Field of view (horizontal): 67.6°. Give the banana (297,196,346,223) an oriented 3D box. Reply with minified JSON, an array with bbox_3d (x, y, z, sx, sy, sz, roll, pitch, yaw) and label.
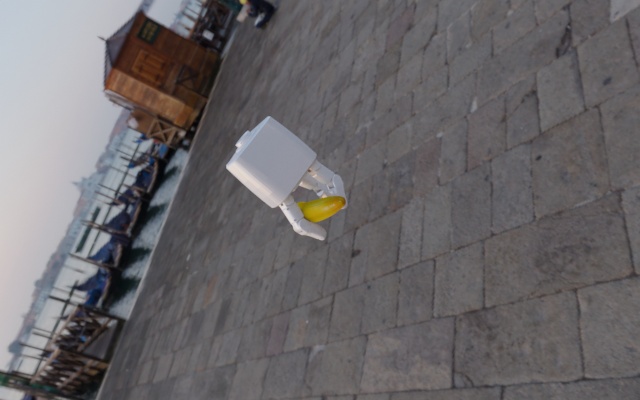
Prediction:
[{"bbox_3d":[-0.015,0.014,0.842,0.069,0.037,0.198,-38,10,-13],"label":"banana"}]
